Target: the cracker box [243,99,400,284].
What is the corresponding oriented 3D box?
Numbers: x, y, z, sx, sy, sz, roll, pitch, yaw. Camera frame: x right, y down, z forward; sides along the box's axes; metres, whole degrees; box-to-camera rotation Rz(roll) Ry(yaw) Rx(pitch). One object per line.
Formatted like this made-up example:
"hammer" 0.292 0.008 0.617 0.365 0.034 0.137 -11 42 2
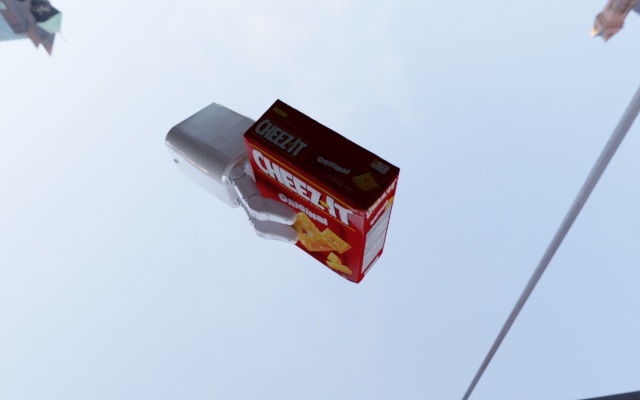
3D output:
"cracker box" 0.000 0.002 0.585 0.164 0.072 0.214 32 -24 18
